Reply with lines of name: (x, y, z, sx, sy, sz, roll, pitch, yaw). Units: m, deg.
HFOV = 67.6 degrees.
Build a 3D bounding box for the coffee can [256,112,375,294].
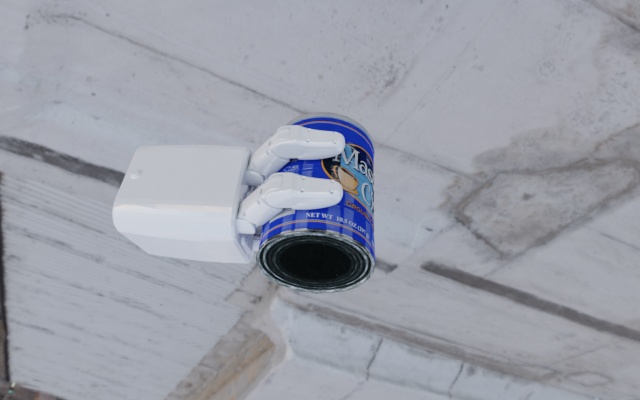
coffee can: (0.000, 0.001, 0.452, 0.103, 0.140, 0.103, 3, -38, 2)
